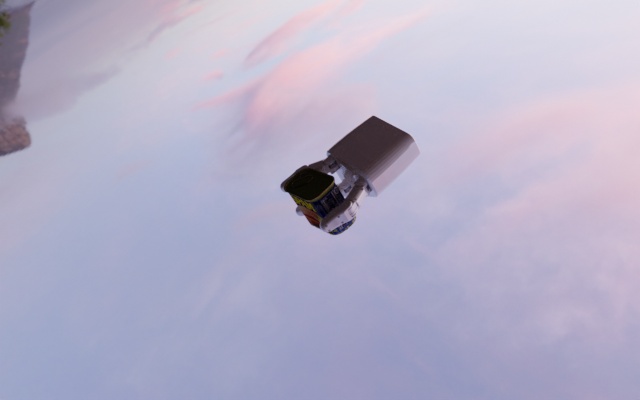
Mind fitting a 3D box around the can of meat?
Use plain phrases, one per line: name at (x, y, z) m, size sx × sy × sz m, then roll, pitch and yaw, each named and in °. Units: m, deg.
can of meat at (0.000, 0.003, 0.764) m, size 0.057 × 0.084 × 0.102 m, roll -44°, pitch 32°, yaw -16°
